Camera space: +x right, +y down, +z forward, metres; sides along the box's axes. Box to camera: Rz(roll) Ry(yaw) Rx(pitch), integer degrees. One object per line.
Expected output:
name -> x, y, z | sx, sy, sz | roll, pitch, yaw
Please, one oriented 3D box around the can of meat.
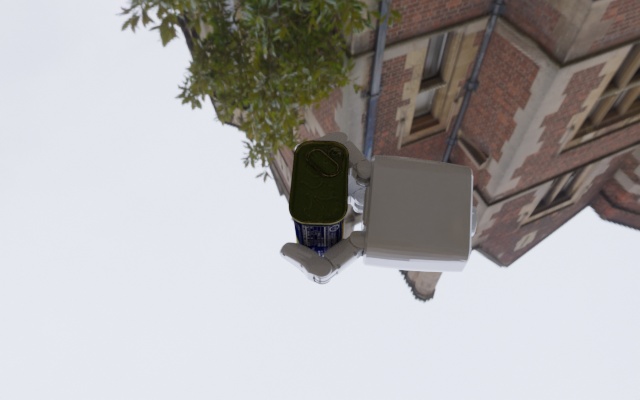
can of meat -> 0.000, 0.002, 0.509 | 0.057, 0.102, 0.084 | 2, -33, 2
